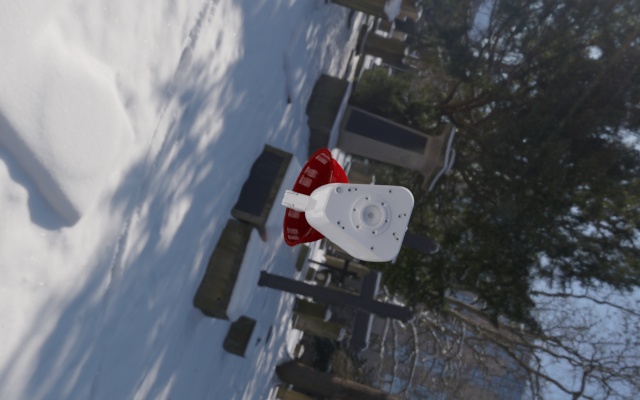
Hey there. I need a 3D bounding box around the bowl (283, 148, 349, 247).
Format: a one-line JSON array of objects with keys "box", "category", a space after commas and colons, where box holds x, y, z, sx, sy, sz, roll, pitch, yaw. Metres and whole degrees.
[{"box": [0.000, 0.002, 0.748, 0.055, 0.162, 0.162, 21, -8, -21], "category": "bowl"}]
